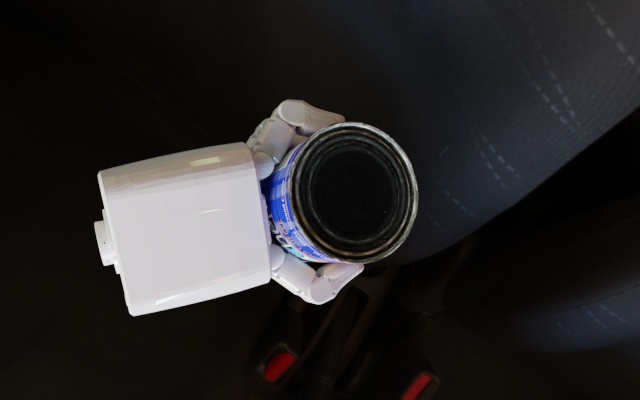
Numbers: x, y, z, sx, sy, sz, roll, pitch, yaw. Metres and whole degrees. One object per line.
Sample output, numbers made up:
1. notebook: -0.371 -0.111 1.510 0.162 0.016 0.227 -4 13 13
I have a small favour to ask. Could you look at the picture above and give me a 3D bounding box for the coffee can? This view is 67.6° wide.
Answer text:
1. coffee can: 0.000 0.001 0.402 0.103 0.103 0.140 0 -6 -22
